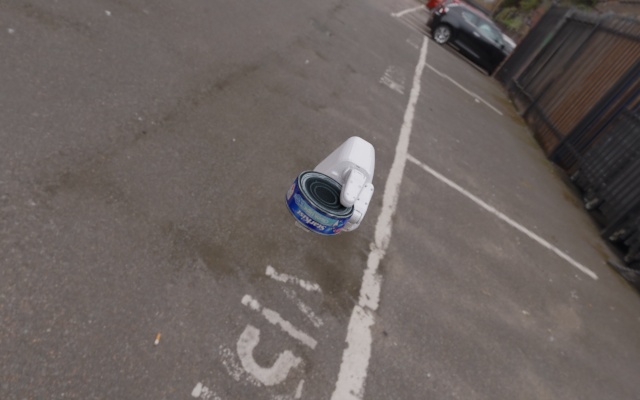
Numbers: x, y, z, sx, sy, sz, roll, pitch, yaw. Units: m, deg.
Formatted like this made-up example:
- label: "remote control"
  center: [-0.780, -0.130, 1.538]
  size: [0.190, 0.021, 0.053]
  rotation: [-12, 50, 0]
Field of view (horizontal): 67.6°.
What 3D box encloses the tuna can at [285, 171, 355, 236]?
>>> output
- label: "tuna can"
  center: [0.000, 0.002, 0.605]
  size: [0.086, 0.086, 0.034]
  rotation: [0, -44, -44]
